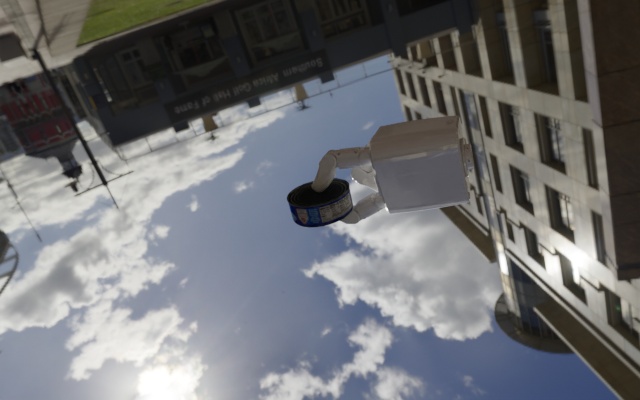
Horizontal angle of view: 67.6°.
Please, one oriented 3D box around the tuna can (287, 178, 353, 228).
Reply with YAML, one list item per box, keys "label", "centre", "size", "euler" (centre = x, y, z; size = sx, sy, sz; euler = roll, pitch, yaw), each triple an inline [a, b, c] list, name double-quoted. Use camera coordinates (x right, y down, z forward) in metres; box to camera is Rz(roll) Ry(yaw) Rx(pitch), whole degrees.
- label: "tuna can"
  centre: [0.000, 0.003, 0.642]
  size: [0.086, 0.034, 0.086]
  euler: [-11, 23, 5]
